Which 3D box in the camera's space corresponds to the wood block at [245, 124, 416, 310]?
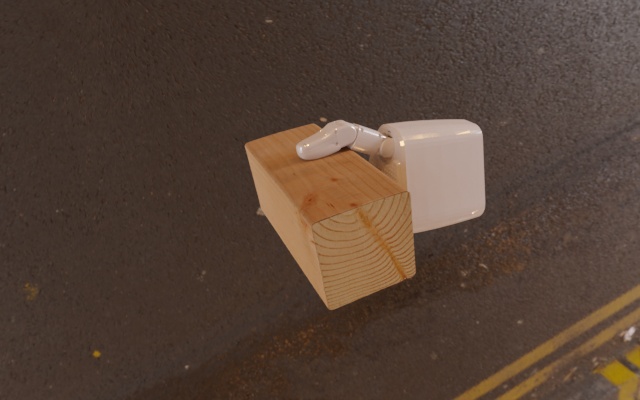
[{"bbox_3d":[0.000,0.001,0.481,0.090,0.091,0.206,-19,30,-16],"label":"wood block"}]
